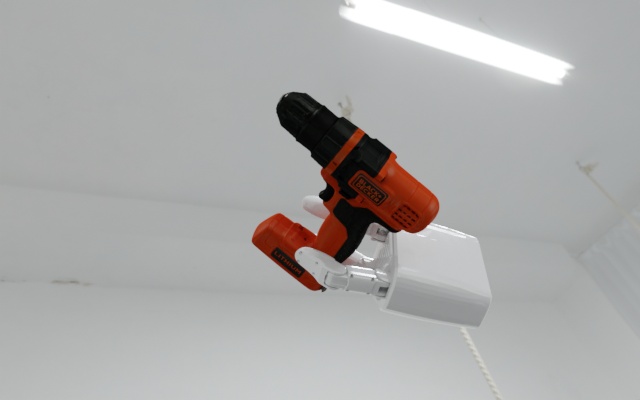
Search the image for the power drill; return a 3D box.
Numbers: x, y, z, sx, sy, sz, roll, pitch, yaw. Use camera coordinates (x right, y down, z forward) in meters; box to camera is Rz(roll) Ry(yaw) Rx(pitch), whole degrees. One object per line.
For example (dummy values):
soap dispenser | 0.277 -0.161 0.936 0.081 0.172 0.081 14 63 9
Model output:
power drill | 0.000 0.002 0.497 0.188 0.184 0.057 -49 1 42
